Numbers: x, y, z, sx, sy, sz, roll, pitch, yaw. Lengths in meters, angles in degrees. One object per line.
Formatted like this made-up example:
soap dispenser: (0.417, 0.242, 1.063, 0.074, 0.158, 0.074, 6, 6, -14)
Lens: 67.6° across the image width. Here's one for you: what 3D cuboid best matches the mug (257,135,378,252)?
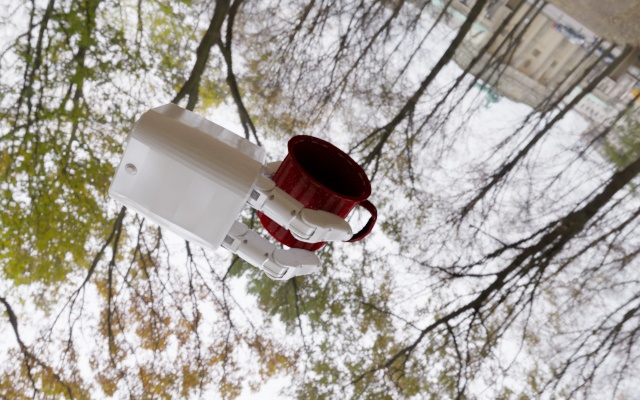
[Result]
mug: (0.001, 0.002, 0.473, 0.117, 0.081, 0.093, 29, 30, -10)
